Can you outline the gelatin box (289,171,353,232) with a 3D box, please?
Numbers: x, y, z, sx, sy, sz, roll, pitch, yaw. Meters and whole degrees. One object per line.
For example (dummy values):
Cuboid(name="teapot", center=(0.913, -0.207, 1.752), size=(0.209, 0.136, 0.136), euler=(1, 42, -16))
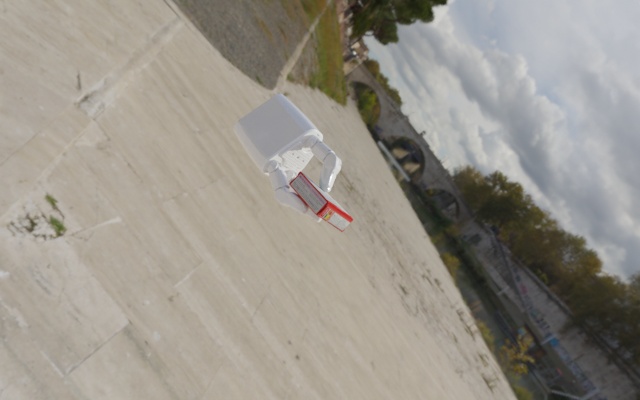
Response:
Cuboid(name="gelatin box", center=(0.001, 0.002, 0.735), size=(0.073, 0.030, 0.089), euler=(36, 8, -48))
